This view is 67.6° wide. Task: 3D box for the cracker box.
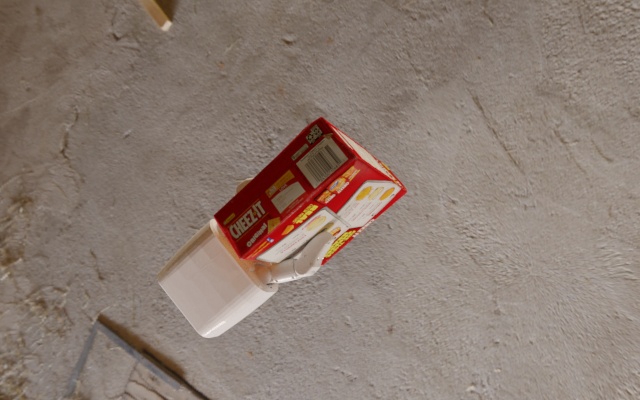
[{"bbox_3d":[0.000,0.002,0.581,0.164,0.072,0.214,-42,-22,13],"label":"cracker box"}]
